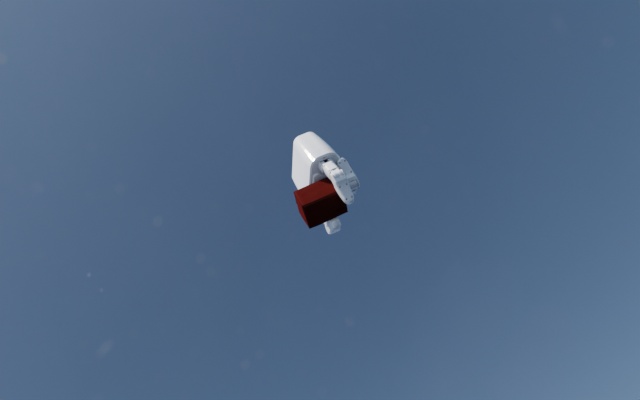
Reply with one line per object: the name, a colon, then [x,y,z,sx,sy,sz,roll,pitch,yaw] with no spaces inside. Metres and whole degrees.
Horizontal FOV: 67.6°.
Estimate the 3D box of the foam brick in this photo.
foam brick: [0.000,0.003,0.831,0.078,0.053,0.051,-23,39,-11]
